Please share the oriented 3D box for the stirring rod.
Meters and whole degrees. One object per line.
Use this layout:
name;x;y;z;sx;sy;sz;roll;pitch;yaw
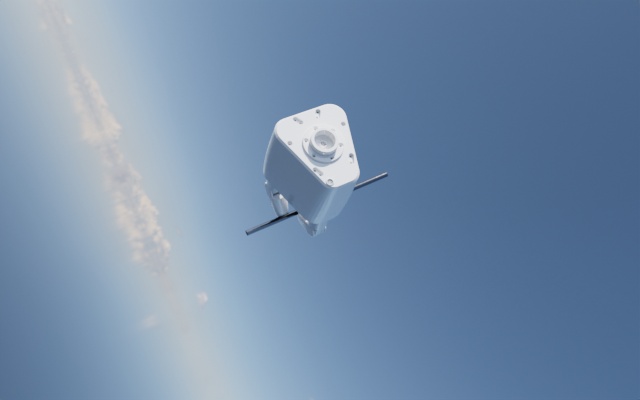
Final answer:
stirring rod;0.000;0.002;0.713;0.239;0.011;0.011;-23;8;-20
